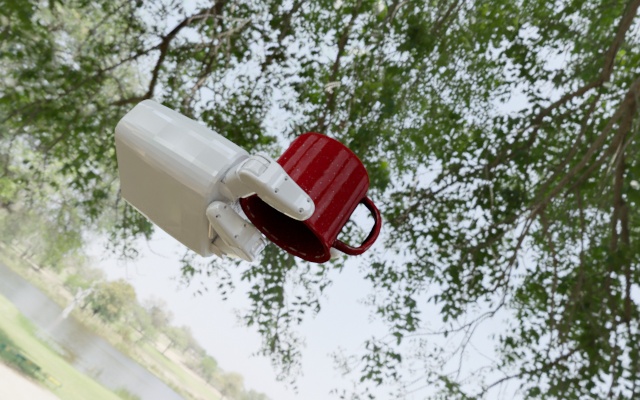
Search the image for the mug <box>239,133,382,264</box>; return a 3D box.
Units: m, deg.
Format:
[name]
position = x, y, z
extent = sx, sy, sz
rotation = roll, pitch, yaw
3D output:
[mug]
position = 0.001, 0.002, 0.417
extent = 0.117, 0.081, 0.093
rotation = 31, -25, 11
